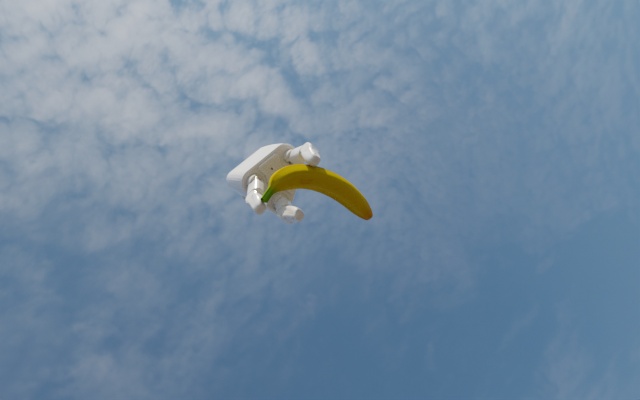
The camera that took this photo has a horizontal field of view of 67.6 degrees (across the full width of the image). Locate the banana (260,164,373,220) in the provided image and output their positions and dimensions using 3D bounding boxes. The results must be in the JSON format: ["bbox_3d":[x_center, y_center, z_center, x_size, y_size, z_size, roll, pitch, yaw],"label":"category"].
[{"bbox_3d":[0.000,-0.017,0.738,0.198,0.069,0.037,10,-2,-28],"label":"banana"}]
